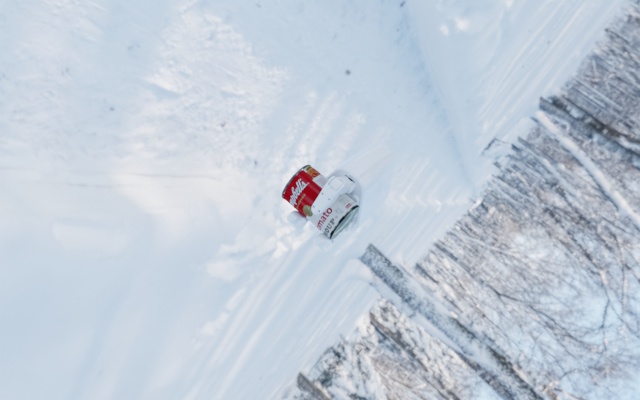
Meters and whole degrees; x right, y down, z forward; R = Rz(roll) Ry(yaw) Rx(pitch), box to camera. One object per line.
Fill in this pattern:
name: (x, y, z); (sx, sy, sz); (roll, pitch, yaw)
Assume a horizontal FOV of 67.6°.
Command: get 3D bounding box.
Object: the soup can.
soup can: (0.000, 0.003, 0.729); (0.102, 0.068, 0.068); (40, 11, 13)
